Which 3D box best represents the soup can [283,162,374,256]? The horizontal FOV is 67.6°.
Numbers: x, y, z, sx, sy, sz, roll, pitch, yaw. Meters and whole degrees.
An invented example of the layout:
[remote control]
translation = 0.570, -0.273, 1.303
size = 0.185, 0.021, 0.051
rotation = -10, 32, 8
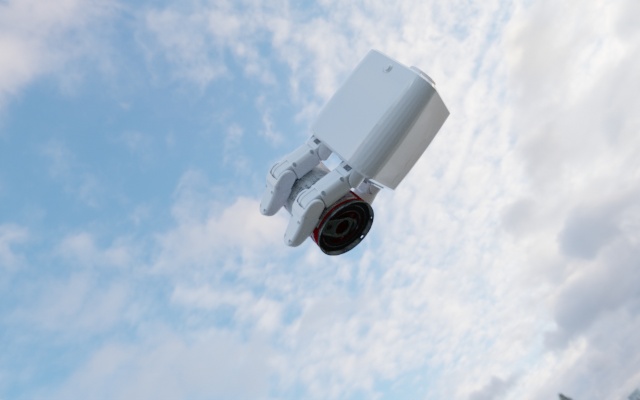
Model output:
[soup can]
translation = 0.000, 0.002, 0.514
size = 0.068, 0.068, 0.102
rotation = 0, 33, -40
